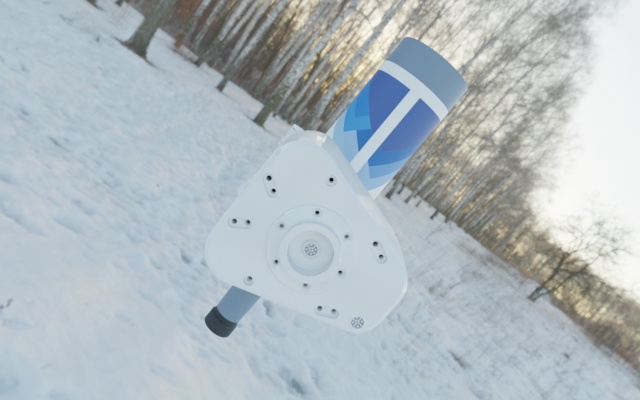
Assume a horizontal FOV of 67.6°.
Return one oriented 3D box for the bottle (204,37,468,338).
[{"bbox_3d":[0.000,0.001,0.407,0.069,0.296,0.069,39,8,-7],"label":"bottle"}]
